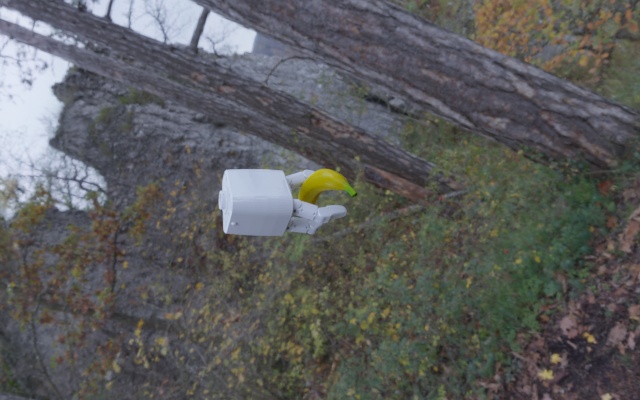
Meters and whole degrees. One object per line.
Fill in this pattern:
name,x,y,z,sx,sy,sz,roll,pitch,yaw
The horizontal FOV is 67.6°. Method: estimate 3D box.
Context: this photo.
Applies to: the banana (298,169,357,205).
banana,-0.004,-0.016,0.864,0.037,0.069,0.198,-16,-5,-28
